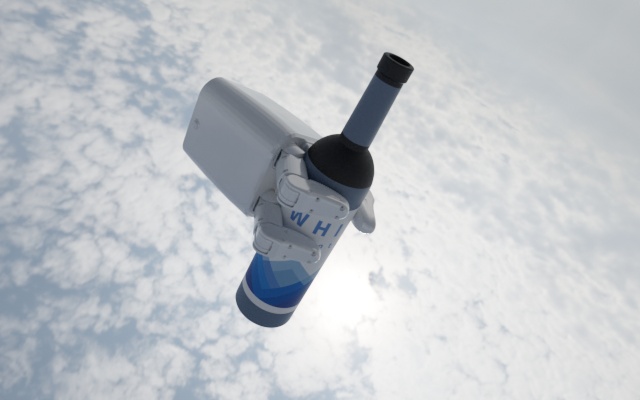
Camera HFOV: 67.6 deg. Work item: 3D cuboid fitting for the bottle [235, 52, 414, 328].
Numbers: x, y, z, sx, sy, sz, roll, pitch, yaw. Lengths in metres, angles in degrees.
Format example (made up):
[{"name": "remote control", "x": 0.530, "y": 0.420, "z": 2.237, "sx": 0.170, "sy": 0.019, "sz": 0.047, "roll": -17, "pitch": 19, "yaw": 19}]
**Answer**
[{"name": "bottle", "x": 0.000, "y": 0.002, "z": 0.447, "sx": 0.069, "sy": 0.296, "sz": 0.069, "roll": 21, "pitch": 31, "yaw": -14}]
